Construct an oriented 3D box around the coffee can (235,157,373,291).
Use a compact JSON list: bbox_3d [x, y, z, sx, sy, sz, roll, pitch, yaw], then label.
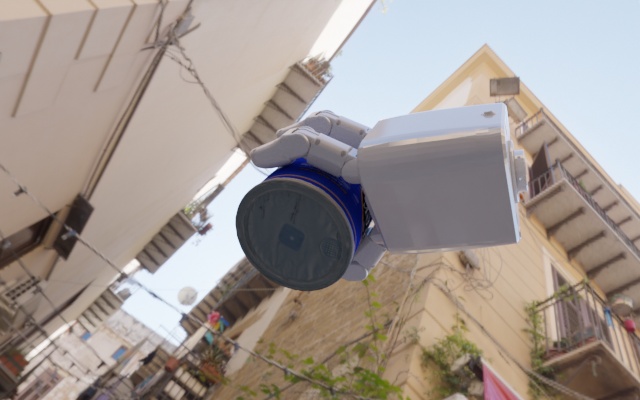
[{"bbox_3d":[0.000,0.002,0.442,0.103,0.103,0.140,0,25,22],"label":"coffee can"}]
